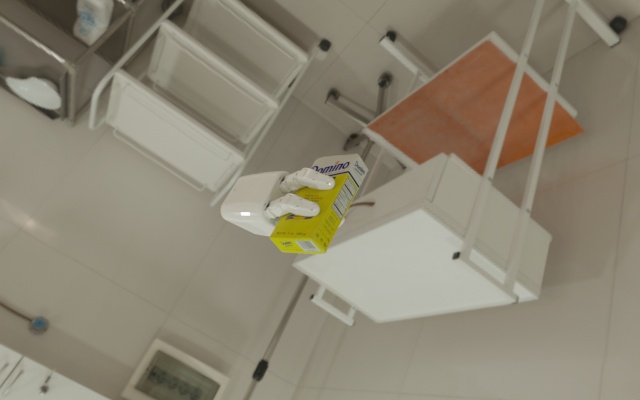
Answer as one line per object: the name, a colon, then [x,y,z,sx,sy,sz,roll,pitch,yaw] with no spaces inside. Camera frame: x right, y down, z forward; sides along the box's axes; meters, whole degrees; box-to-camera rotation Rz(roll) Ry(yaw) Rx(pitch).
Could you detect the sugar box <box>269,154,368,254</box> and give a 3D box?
sugar box: [0.000,0.002,0.760,0.093,0.176,0.048,-2,-40,40]
